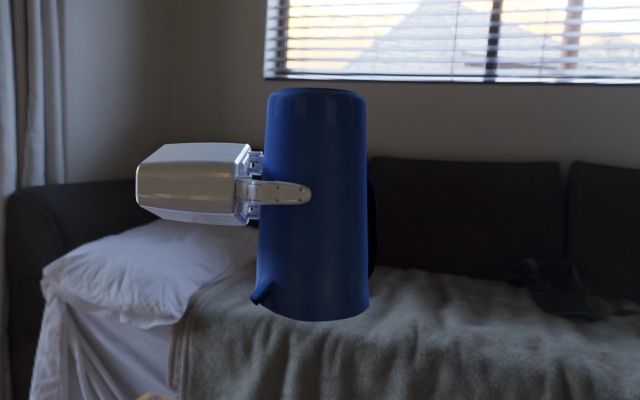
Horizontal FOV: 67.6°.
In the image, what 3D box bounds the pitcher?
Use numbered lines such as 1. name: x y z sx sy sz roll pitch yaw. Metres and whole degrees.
1. pitcher: 0.000 0.002 0.544 0.145 0.243 0.149 2 6 2
